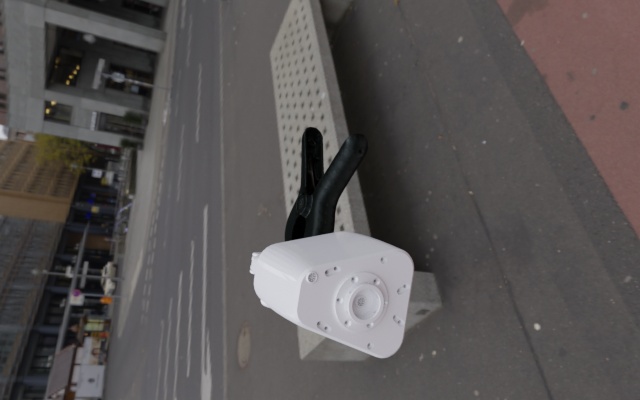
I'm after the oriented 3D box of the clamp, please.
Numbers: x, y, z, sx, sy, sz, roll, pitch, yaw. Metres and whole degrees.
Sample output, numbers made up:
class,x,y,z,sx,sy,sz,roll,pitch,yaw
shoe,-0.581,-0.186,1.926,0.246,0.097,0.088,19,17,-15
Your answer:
class,x,y,z,sx,sy,sz,roll,pitch,yaw
clamp,-0.001,0.002,0.505,0.039,0.171,0.120,9,-2,-22
